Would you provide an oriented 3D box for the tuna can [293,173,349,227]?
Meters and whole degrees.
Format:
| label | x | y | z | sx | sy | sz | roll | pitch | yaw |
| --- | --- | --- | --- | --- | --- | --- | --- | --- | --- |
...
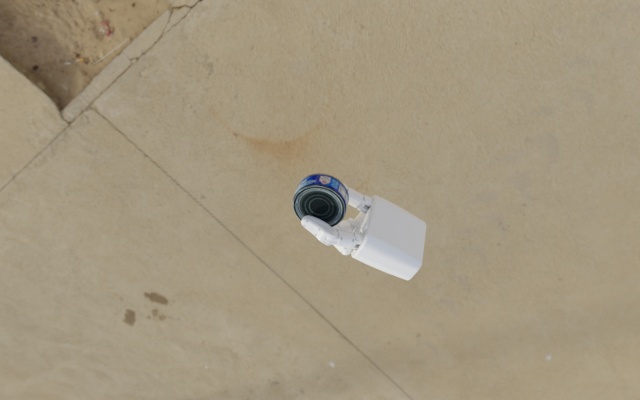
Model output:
| label | x | y | z | sx | sy | sz | roll | pitch | yaw |
| --- | --- | --- | --- | --- | --- | --- | --- | --- | --- |
| tuna can | 0.000 | 0.003 | 0.747 | 0.086 | 0.086 | 0.033 | 0 | 35 | 12 |
